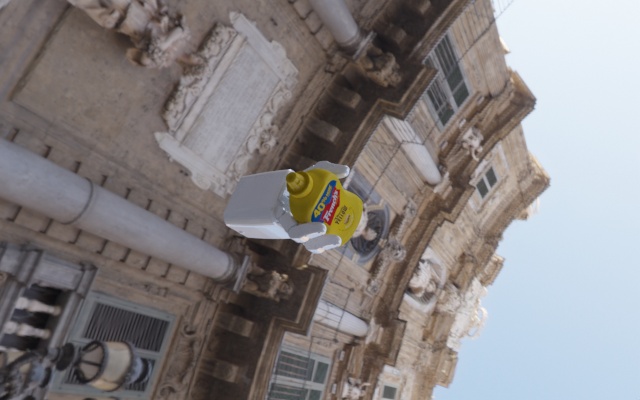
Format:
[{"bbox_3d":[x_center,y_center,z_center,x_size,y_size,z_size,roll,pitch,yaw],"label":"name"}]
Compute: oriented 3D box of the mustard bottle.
[{"bbox_3d":[0.001,0.003,0.774,0.058,0.096,0.192,24,-9,36],"label":"mustard bottle"}]
